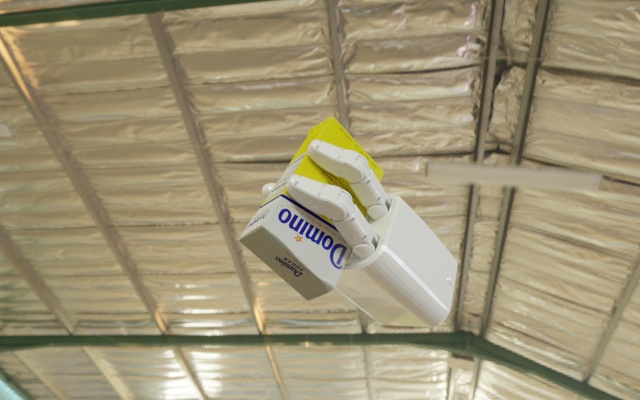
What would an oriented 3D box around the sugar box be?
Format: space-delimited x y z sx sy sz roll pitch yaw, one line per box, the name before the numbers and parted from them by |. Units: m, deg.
sugar box | 0.001 0.001 0.481 0.048 0.093 0.176 -31 23 41
